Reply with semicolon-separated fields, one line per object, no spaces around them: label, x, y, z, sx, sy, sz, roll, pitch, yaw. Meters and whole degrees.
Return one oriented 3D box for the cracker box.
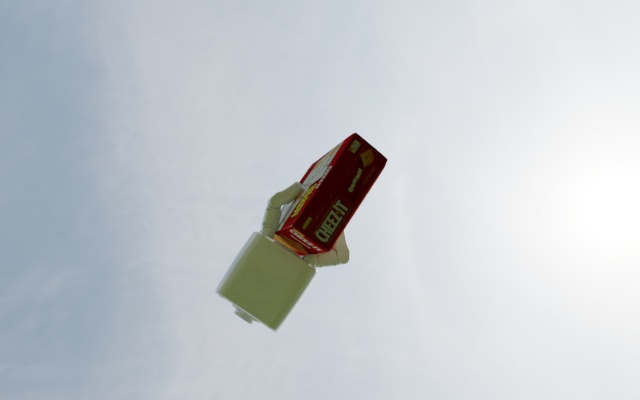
cracker box;0.000;0.002;0.743;0.072;0.164;0.214;36;-16;-10
